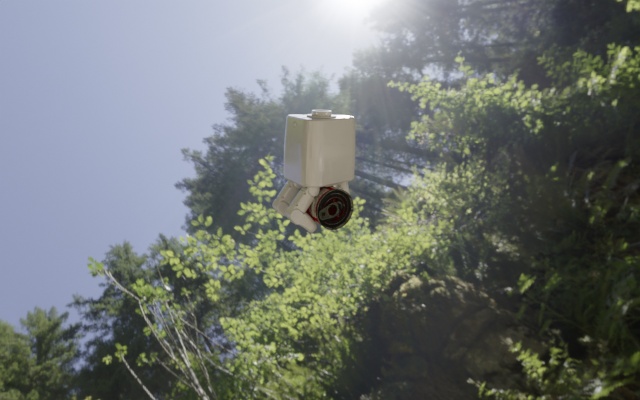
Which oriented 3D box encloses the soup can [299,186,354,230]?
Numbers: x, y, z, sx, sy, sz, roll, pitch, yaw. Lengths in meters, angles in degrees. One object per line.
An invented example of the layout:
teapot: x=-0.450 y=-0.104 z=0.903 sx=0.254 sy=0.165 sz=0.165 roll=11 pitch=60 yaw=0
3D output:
soup can: x=0.000 y=0.003 z=0.805 sx=0.068 sy=0.068 sz=0.102 roll=0 pitch=14 yaw=-30
